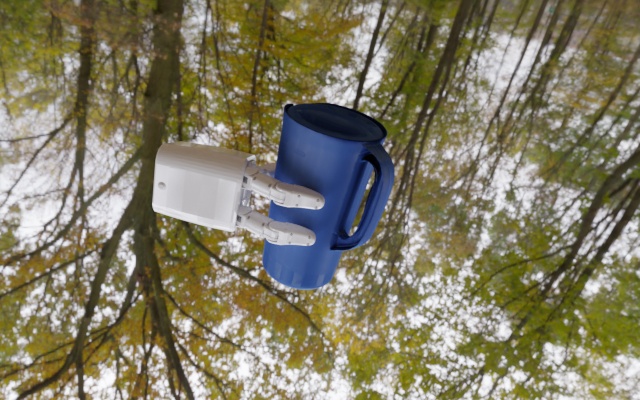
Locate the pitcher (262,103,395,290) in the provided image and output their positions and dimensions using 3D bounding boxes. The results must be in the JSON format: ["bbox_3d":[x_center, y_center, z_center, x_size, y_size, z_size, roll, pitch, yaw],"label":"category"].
[{"bbox_3d":[0.000,0.002,0.639,0.145,0.243,0.149,12,27,-4],"label":"pitcher"}]
